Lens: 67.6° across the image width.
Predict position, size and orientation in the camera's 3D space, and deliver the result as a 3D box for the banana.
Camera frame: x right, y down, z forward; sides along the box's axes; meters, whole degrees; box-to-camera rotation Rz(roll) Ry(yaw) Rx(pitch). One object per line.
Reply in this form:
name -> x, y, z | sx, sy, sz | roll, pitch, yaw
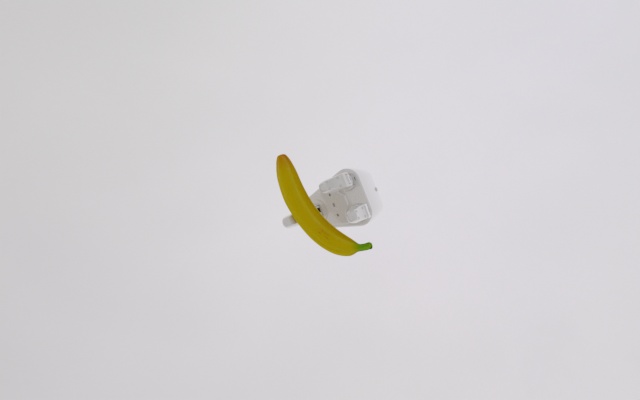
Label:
banana -> -0.009, 0.018, 0.714 | 0.197, 0.070, 0.037 | 45, 24, 12
